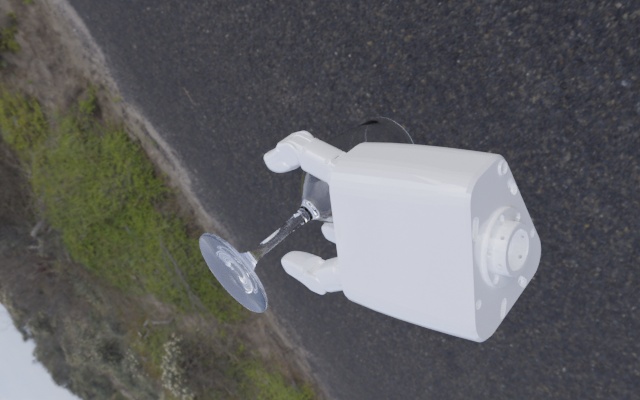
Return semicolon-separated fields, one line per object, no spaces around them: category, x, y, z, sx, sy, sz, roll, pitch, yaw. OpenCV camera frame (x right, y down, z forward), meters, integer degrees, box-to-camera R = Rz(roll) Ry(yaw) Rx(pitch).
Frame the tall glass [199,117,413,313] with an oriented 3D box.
tall glass;-0.001;0.002;0.407;0.201;0.079;0.079;-39;23;-31
